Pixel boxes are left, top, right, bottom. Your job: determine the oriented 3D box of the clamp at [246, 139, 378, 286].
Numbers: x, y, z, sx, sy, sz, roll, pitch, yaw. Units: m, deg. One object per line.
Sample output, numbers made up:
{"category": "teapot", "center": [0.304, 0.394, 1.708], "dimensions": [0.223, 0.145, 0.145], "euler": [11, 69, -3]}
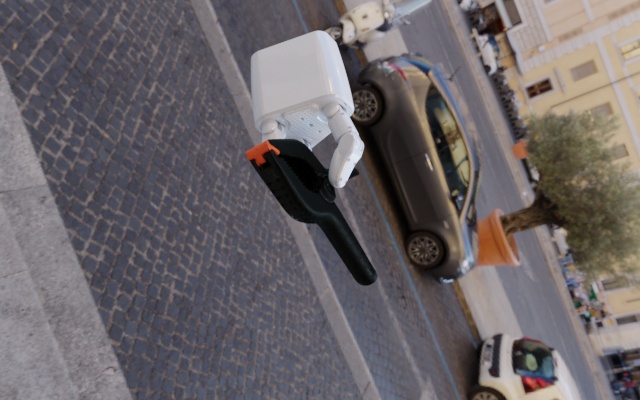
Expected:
{"category": "clamp", "center": [0.000, 0.001, 0.521], "dimensions": [0.036, 0.164, 0.210], "euler": [-25, -30, 25]}
